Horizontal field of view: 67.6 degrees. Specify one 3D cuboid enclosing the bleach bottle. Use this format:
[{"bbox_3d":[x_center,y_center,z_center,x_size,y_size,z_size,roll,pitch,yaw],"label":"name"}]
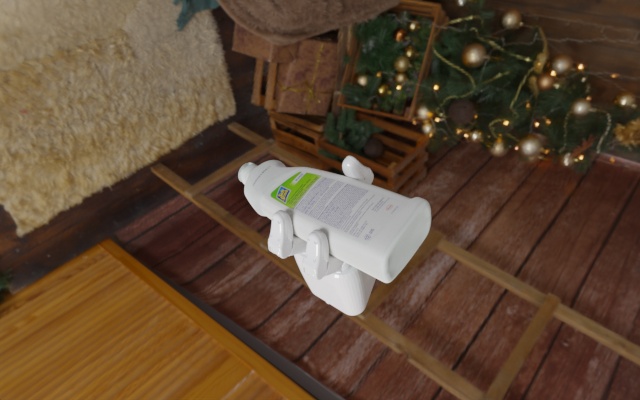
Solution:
[{"bbox_3d":[0.000,0.002,0.584,0.250,0.102,0.068,26,-30,32],"label":"bleach bottle"}]
